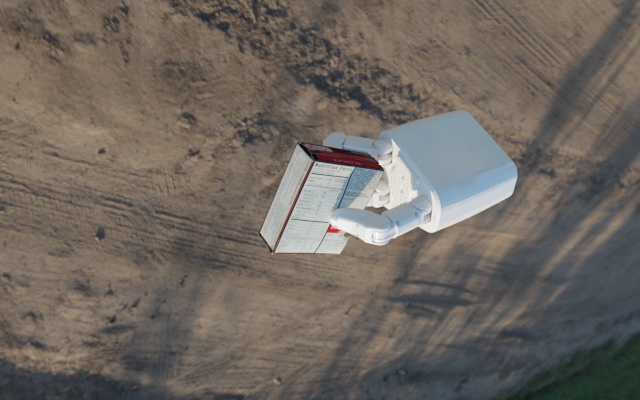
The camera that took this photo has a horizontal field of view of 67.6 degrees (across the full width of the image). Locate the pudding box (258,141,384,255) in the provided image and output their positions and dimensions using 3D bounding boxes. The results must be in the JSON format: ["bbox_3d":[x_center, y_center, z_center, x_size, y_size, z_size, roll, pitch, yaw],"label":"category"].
[{"bbox_3d":[0.000,0.002,0.477,0.090,0.113,0.039,6,30,-36],"label":"pudding box"}]
